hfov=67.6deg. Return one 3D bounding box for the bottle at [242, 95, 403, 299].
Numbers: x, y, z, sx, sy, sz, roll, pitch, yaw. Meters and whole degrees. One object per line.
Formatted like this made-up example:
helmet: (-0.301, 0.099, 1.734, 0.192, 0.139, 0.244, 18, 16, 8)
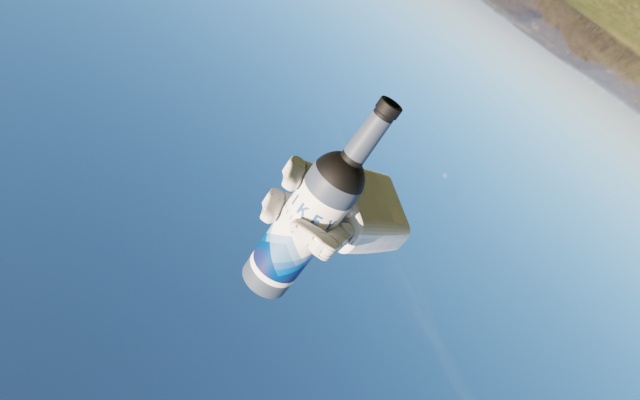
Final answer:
bottle: (0.000, 0.002, 0.573, 0.069, 0.296, 0.069, 26, 30, -17)
